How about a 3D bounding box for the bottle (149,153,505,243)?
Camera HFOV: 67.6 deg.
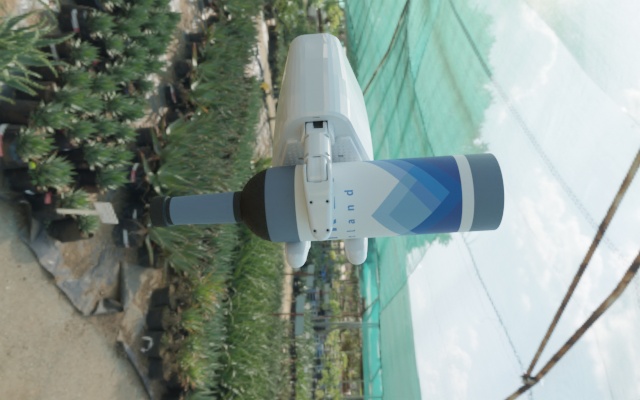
[{"bbox_3d":[0.000,0.001,0.416,0.296,0.069,0.069,-3,0,3],"label":"bottle"}]
